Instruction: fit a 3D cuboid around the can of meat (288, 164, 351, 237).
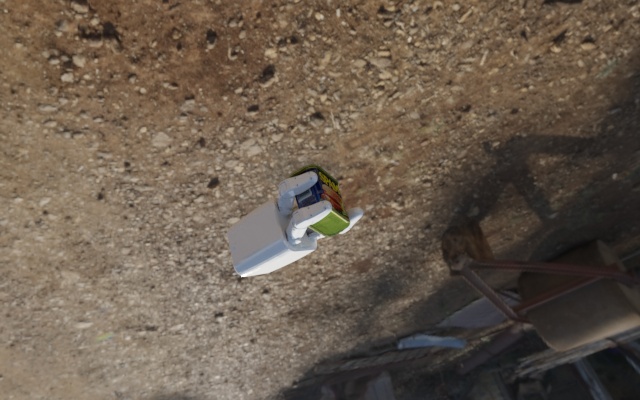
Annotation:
[{"bbox_3d":[0.000,0.003,0.764,0.057,0.084,0.102,-29,-31,18],"label":"can of meat"}]
